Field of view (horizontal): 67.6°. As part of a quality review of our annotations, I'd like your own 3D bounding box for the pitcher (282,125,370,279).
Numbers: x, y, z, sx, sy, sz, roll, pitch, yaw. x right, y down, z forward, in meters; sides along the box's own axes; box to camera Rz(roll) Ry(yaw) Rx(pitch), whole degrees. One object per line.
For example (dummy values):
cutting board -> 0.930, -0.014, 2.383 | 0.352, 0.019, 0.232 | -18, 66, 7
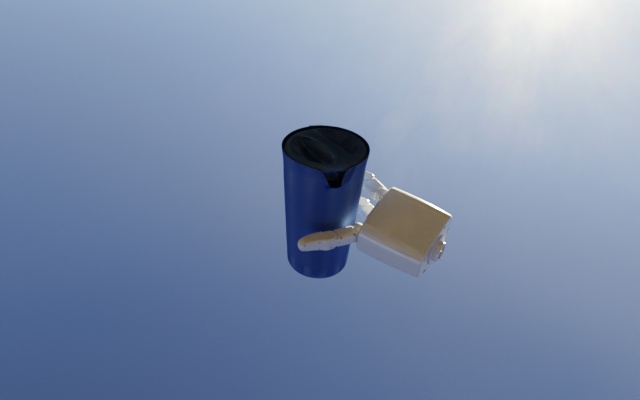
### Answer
pitcher -> 0.000, 0.003, 0.793 | 0.145, 0.243, 0.149 | 24, 41, 24
